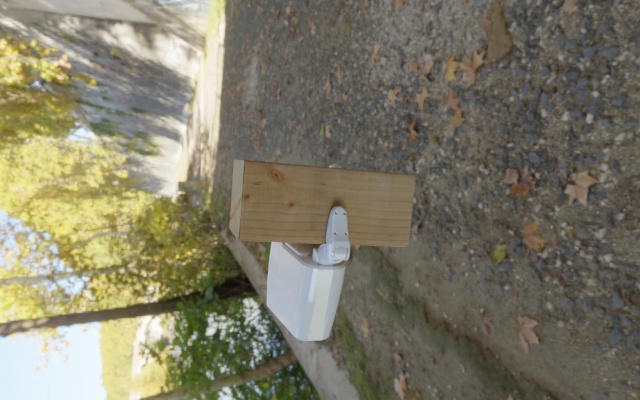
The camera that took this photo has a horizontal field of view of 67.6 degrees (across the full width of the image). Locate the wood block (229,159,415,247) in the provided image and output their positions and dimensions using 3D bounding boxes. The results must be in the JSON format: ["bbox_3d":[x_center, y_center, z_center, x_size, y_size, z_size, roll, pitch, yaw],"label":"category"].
[{"bbox_3d":[0.000,0.002,0.585,0.206,0.090,0.091,3,5,-18],"label":"wood block"}]
